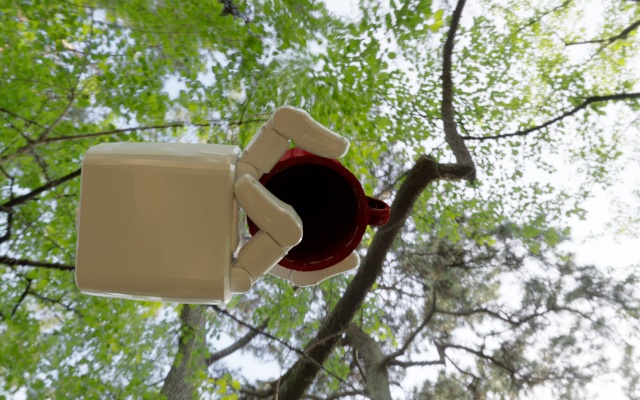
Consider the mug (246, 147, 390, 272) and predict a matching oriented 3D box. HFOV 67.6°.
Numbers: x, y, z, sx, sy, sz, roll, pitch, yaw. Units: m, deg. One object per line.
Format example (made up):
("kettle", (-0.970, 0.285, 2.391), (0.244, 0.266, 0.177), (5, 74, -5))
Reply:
("mug", (0.001, 0.001, 0.401), (0.117, 0.093, 0.081), (4, 16, -5))
